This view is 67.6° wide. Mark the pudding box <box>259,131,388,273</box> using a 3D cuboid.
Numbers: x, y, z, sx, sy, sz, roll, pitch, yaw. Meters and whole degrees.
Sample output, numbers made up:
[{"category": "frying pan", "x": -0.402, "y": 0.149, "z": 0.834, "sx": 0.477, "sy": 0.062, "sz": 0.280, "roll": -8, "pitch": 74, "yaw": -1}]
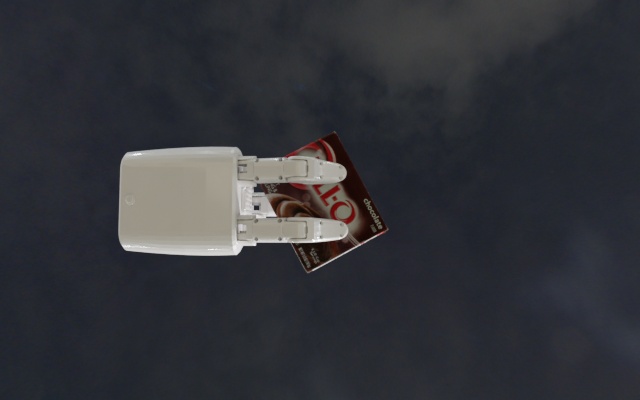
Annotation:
[{"category": "pudding box", "x": 0.000, "y": 0.002, "z": 0.475, "sx": 0.090, "sy": 0.113, "sz": 0.039, "roll": -28, "pitch": -3, "yaw": -4}]
